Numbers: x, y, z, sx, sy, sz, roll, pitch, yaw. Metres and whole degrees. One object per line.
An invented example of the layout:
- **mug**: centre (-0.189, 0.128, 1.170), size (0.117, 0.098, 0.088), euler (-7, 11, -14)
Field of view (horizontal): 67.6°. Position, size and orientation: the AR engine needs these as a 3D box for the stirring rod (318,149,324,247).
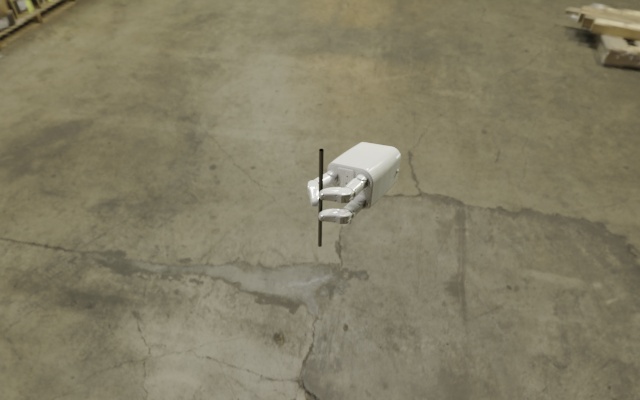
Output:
- **stirring rod**: centre (0.000, 0.003, 0.890), size (0.011, 0.240, 0.011), euler (0, 43, 0)
